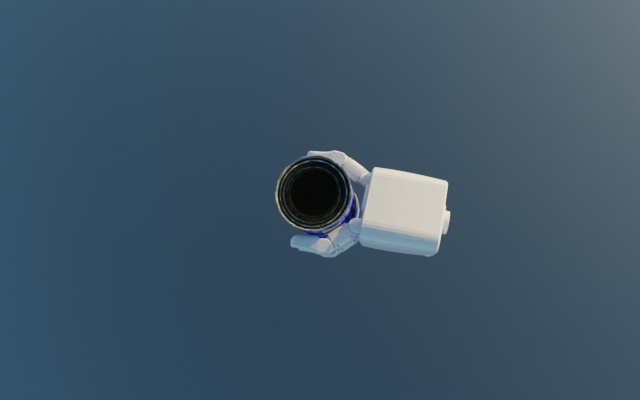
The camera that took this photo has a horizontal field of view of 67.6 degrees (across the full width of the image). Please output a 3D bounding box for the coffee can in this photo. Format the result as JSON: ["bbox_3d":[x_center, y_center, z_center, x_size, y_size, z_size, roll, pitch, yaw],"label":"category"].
[{"bbox_3d":[0.000,0.002,0.693,0.103,0.103,0.140,0,-10,9],"label":"coffee can"}]
